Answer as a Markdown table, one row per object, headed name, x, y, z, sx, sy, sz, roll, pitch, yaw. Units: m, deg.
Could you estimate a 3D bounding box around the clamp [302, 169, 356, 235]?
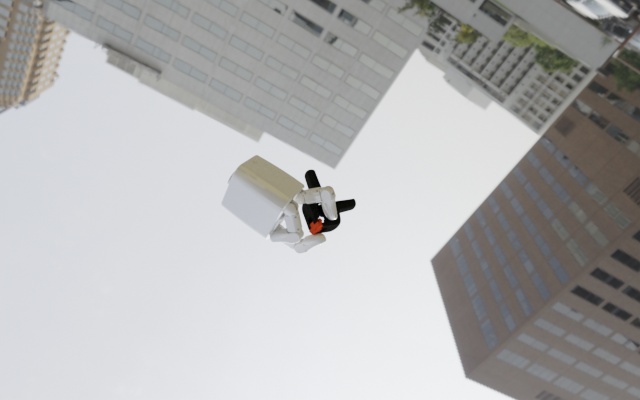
| name | x | y | z | sx | sy | sz | roll | pitch | yaw |
| --- | --- | --- | --- | --- | --- | --- | --- | --- | --- |
| clamp | 0.000 | 0.004 | 0.899 | 0.120 | 0.039 | 0.171 | 34 | 27 | 3 |
